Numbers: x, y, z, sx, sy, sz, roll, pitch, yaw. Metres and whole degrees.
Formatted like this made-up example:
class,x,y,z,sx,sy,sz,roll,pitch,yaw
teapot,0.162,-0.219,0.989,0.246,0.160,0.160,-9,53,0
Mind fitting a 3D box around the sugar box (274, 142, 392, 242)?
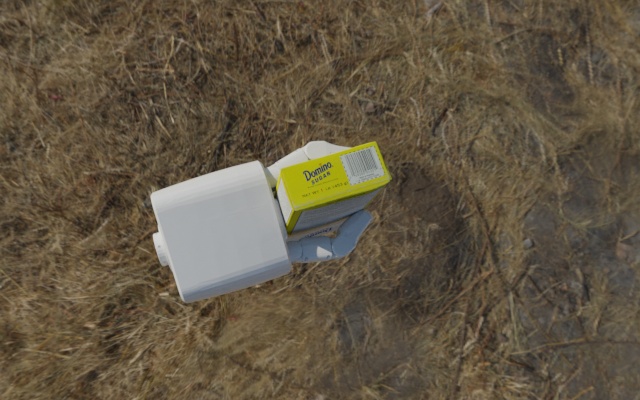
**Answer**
class,x,y,z,sx,sy,sz,roll,pitch,yaw
sugar box,0.000,0.001,0.487,0.093,0.048,0.176,-16,-10,-14
